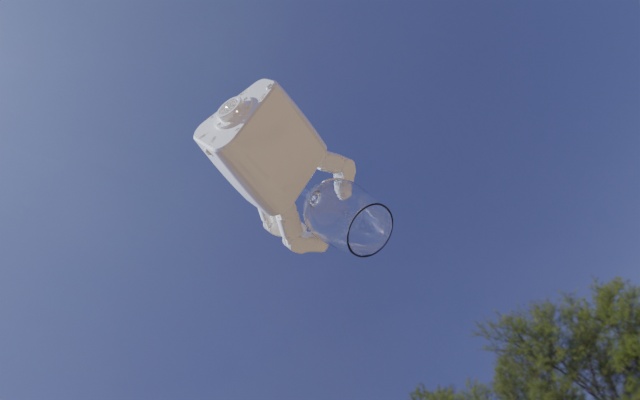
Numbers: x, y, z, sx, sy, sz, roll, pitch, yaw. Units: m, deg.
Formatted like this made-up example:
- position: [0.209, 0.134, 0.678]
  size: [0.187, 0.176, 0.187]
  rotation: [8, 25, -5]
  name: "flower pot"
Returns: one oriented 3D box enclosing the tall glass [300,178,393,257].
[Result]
- position: [0.000, 0.002, 0.583]
  size: [0.079, 0.079, 0.201]
  rotation: [0, 18, -35]
  name: "tall glass"
